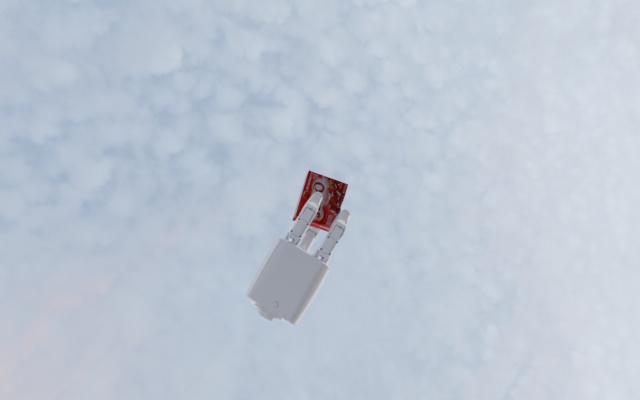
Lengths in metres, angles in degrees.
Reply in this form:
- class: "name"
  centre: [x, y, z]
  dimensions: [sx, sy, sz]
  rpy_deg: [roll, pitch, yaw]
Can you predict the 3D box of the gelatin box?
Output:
- class: "gelatin box"
  centre: [0.000, 0.002, 0.809]
  dimensions: [0.073, 0.089, 0.030]
  rpy_deg: [19, -21, -7]
